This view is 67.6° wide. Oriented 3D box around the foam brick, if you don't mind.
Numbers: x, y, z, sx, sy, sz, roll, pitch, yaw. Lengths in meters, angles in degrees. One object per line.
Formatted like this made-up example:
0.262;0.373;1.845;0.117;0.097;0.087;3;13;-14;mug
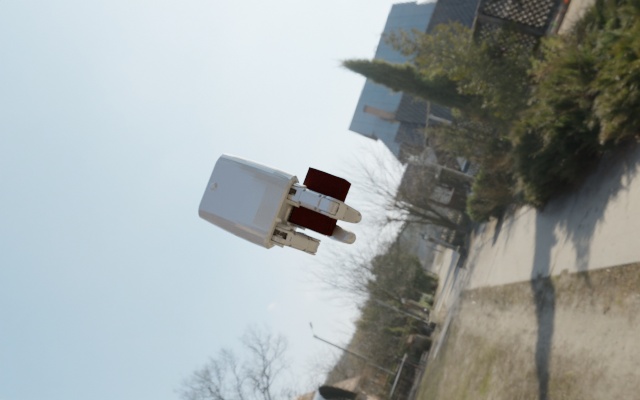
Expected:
0.000;0.002;0.622;0.051;0.078;0.053;21;-2;14;foam brick
